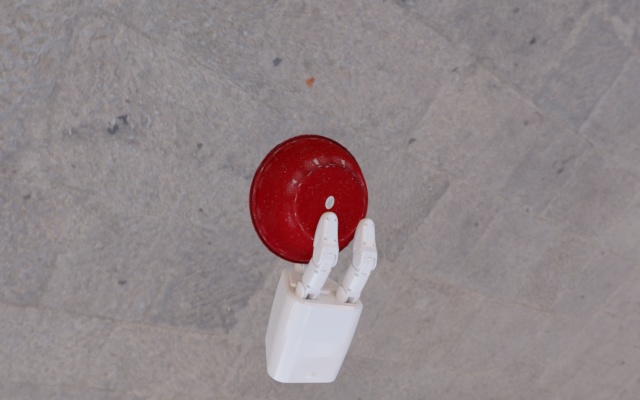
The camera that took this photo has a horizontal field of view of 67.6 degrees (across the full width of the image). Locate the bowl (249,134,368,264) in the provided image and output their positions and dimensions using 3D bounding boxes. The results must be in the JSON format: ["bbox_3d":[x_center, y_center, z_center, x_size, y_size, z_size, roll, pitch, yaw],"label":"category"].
[{"bbox_3d":[0.000,0.001,0.567,0.162,0.162,0.055,0,5,-28],"label":"bowl"}]
